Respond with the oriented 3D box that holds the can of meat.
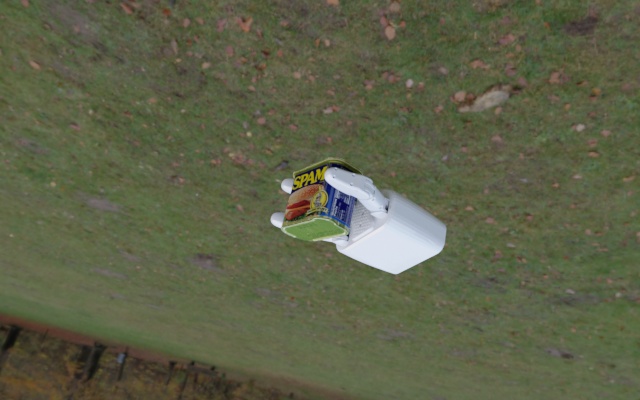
[{"bbox_3d":[0.000,0.002,0.611,0.057,0.084,0.102,29,-28,-32],"label":"can of meat"}]
